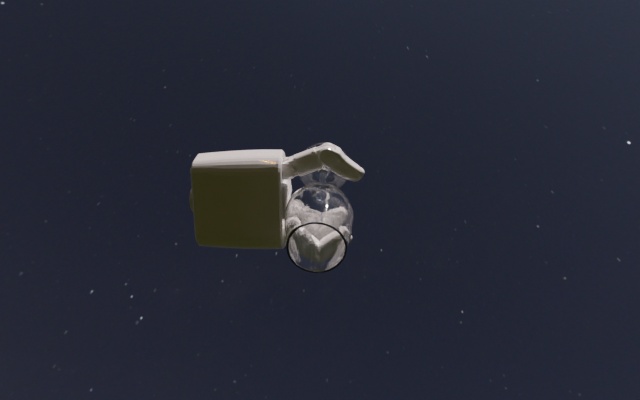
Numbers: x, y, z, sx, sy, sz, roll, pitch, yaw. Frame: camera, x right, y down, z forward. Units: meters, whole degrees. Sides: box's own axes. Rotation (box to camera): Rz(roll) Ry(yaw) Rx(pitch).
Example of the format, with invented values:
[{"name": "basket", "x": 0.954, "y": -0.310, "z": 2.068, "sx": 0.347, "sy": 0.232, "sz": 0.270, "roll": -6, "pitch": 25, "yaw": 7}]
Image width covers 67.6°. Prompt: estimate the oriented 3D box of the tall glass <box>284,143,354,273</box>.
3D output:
[{"name": "tall glass", "x": 0.000, "y": 0.001, "z": 0.569, "sx": 0.079, "sy": 0.079, "sz": 0.201, "roll": 0, "pitch": 28, "yaw": 2}]
